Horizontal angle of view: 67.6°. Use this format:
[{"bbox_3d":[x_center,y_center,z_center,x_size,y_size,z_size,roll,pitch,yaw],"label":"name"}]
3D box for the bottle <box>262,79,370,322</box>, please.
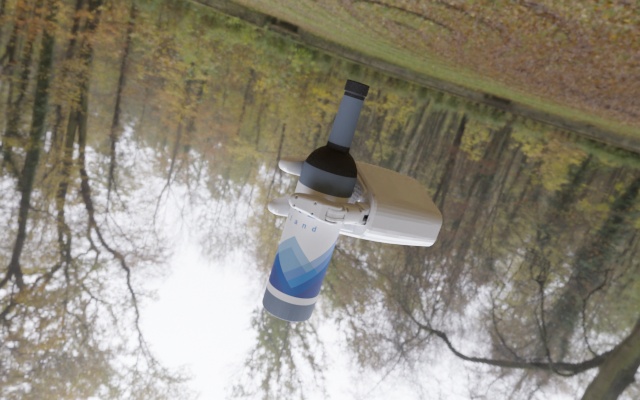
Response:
[{"bbox_3d":[0.000,0.002,0.579,0.069,0.296,0.069,17,14,-4],"label":"bottle"}]
